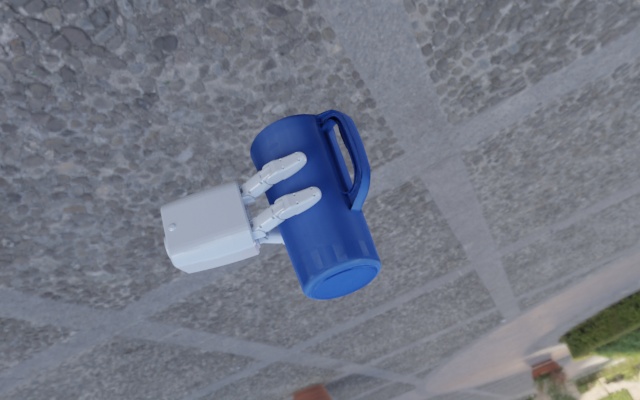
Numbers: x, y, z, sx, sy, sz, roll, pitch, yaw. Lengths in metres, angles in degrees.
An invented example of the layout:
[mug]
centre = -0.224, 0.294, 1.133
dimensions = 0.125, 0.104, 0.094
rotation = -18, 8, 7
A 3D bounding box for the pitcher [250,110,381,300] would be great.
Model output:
[pitcher]
centre = 0.000, 0.002, 0.662
dimensions = 0.145, 0.242, 0.149
rotation = -16, -29, -9
